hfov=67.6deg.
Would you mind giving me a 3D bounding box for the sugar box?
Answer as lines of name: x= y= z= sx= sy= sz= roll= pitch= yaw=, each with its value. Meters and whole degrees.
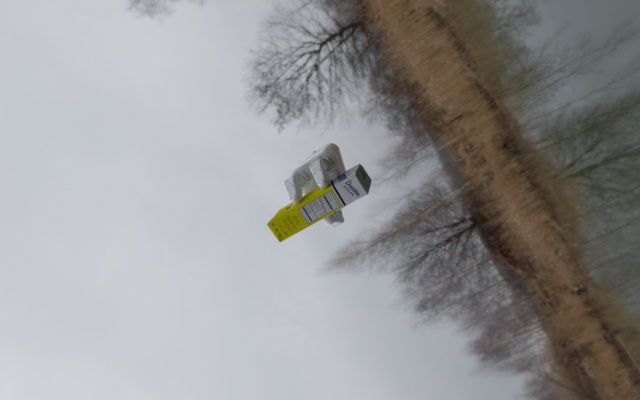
sugar box: x=0.000 y=0.002 z=0.815 sx=0.176 sy=0.048 sz=0.093 roll=-32 pitch=9 yaw=16
